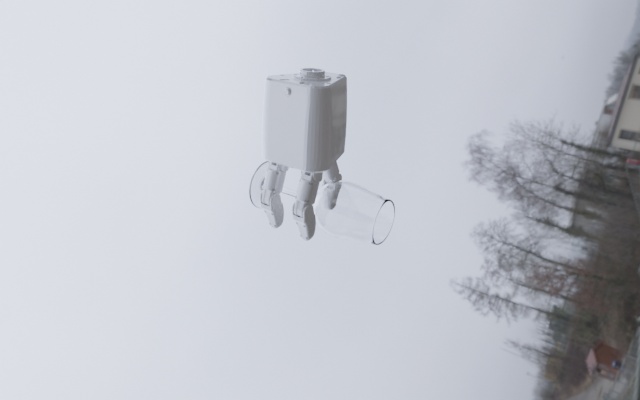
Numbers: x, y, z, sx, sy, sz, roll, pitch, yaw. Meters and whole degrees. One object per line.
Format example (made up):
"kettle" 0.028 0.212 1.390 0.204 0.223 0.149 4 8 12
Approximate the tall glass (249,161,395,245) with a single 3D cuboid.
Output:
"tall glass" 0.000 0.002 0.665 0.201 0.079 0.079 18 9 30
